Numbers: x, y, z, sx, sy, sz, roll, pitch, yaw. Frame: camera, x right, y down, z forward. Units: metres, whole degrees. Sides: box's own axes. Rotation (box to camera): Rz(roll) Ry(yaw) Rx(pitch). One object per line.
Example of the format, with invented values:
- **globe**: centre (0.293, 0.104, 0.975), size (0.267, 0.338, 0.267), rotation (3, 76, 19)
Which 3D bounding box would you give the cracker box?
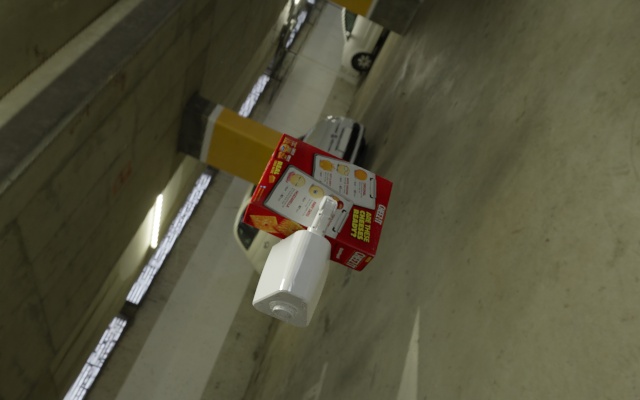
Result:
- **cracker box**: centre (0.000, 0.002, 0.808), size (0.214, 0.164, 0.072), rotation (24, -37, -5)
